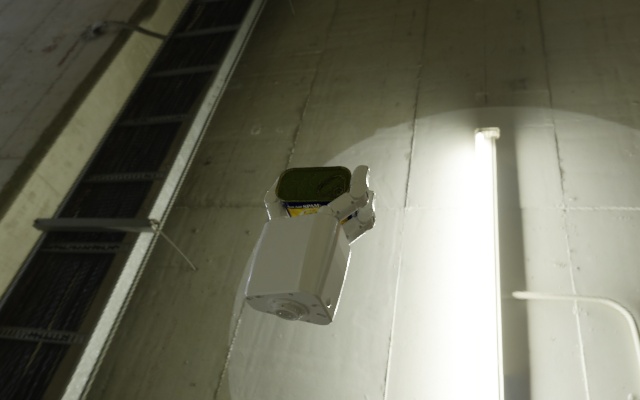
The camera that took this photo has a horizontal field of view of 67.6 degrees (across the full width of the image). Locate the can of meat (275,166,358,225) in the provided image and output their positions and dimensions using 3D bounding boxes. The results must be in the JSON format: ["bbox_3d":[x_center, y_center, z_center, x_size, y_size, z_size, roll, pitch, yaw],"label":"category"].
[{"bbox_3d":[0.000,0.002,0.660,0.102,0.057,0.084,-1,-38,18],"label":"can of meat"}]
